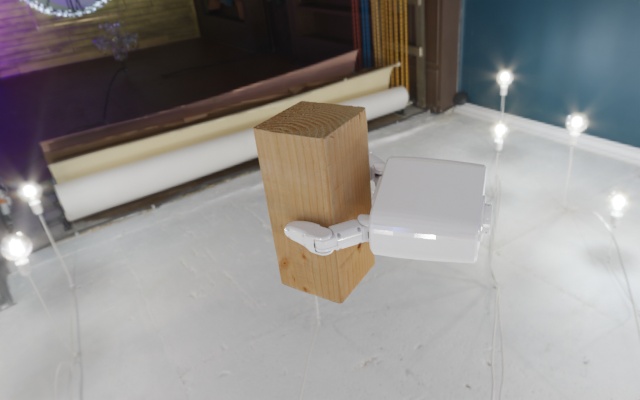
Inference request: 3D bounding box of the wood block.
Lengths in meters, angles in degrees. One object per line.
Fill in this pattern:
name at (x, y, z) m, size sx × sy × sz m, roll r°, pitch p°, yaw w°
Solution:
wood block at (0.000, 0.002, 0.548) m, size 0.090 × 0.206 × 0.090 m, roll 13°, pitch 35°, yaw 31°
